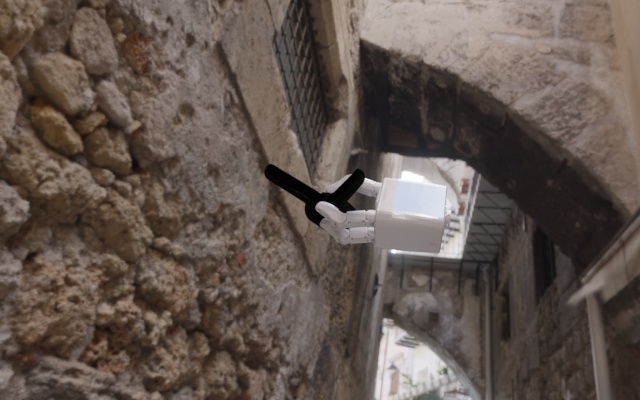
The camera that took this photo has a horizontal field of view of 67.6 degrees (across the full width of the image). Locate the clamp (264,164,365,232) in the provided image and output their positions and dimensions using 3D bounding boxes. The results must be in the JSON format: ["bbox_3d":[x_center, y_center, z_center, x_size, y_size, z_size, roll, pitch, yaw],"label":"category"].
[{"bbox_3d":[0.001,0.002,0.814,0.164,0.036,0.210,9,-29,14],"label":"clamp"}]
